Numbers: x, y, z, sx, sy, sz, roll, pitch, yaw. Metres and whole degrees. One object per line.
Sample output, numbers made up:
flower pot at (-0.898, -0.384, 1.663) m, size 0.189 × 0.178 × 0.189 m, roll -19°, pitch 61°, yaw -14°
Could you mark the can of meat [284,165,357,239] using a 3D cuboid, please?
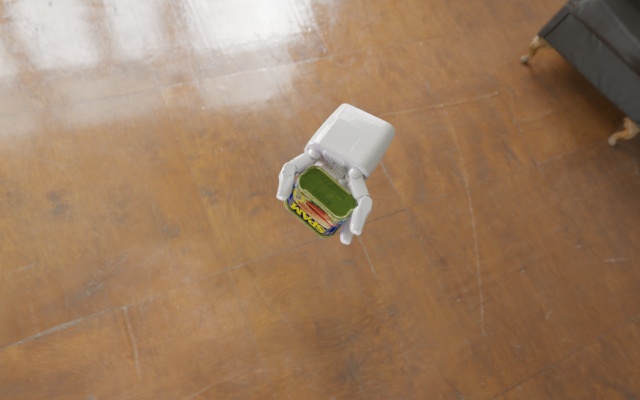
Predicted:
can of meat at (0.000, 0.002, 0.750) m, size 0.102 × 0.057 × 0.084 m, roll 40°, pitch -27°, yaw 2°
